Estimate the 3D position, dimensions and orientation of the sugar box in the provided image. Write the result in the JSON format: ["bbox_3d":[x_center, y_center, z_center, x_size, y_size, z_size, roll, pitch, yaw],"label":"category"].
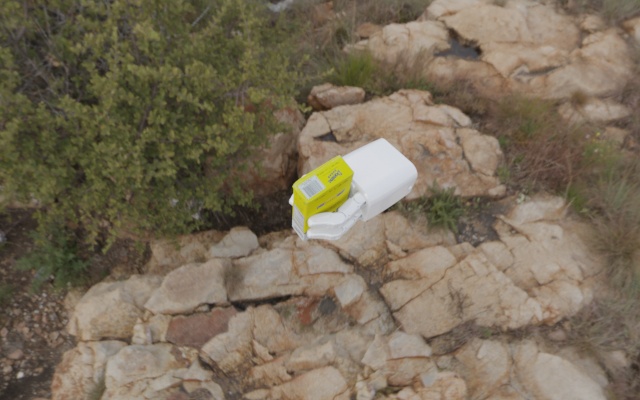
[{"bbox_3d":[0.001,0.003,0.804,0.093,0.048,0.176,-32,-21,-16],"label":"sugar box"}]
